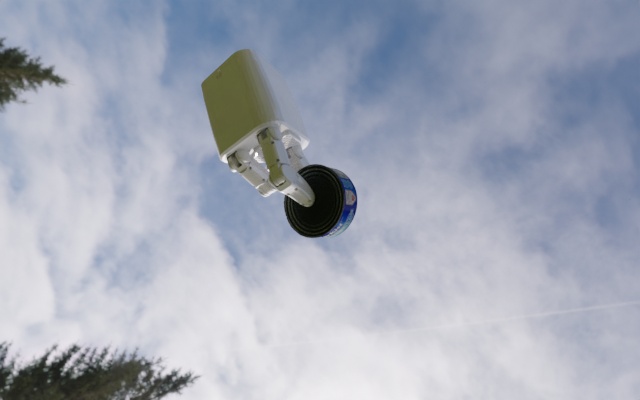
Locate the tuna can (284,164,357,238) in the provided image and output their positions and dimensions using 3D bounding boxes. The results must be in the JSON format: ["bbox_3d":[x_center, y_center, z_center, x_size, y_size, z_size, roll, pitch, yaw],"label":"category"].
[{"bbox_3d":[0.000,0.002,0.564,0.086,0.086,0.034,0,-5,35],"label":"tuna can"}]
